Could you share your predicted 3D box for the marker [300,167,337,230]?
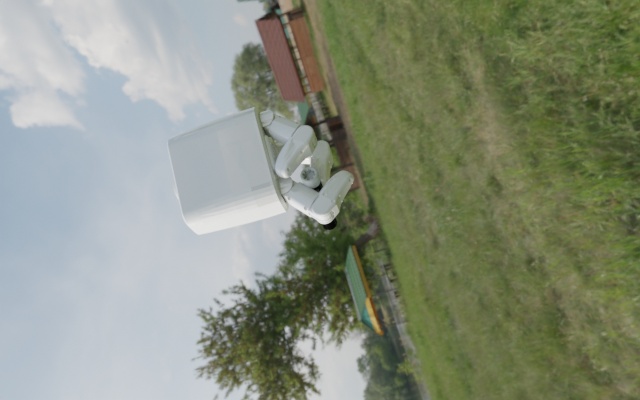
[{"bbox_3d":[0.000,0.002,0.540,0.020,0.020,0.121,0,-28,13],"label":"marker"}]
